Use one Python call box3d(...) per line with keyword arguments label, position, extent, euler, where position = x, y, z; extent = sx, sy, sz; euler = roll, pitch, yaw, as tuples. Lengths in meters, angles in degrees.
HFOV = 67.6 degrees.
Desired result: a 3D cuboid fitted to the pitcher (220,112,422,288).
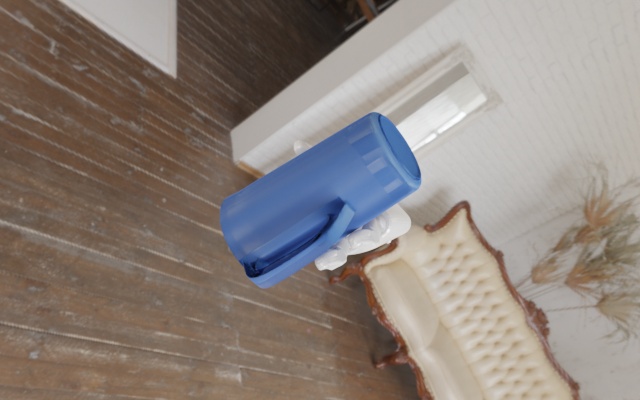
box3d(label="pitcher", position=(0.000, 0.002, 0.601), extent=(0.243, 0.149, 0.145), euler=(-32, -17, 23))
